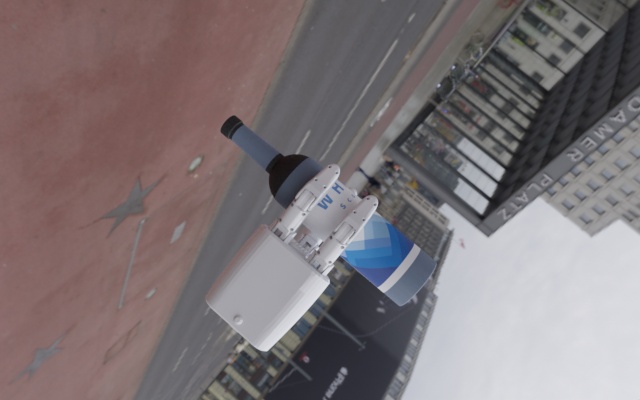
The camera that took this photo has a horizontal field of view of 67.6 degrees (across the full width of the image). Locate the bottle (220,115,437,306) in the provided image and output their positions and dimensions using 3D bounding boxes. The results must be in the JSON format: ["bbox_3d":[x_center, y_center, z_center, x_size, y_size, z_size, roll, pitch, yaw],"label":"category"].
[{"bbox_3d":[0.000,0.002,0.563,0.295,0.069,0.069,40,4,5],"label":"bottle"}]
